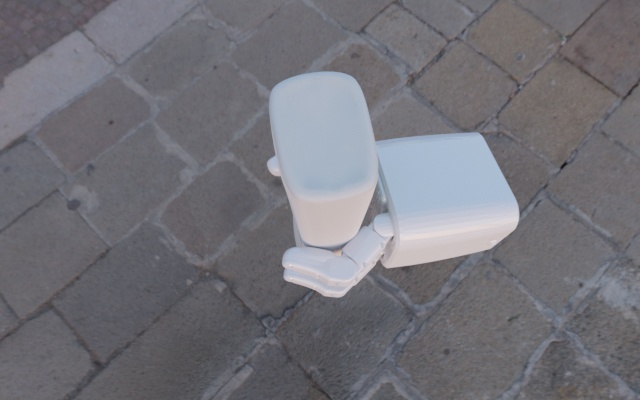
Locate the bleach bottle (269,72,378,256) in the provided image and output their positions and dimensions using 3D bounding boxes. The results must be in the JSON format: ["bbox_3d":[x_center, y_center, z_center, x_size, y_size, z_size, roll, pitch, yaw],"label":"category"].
[{"bbox_3d":[0.000,0.001,0.430,0.068,0.102,0.251,-9,-21,-5],"label":"bleach bottle"}]
